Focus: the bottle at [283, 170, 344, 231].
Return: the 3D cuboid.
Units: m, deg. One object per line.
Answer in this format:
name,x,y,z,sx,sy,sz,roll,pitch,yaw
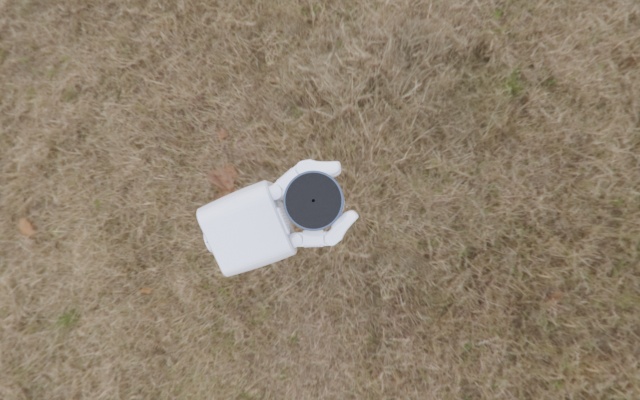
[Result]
bottle,0.000,0.002,0.668,0.069,0.069,0.296,0,-1,3
